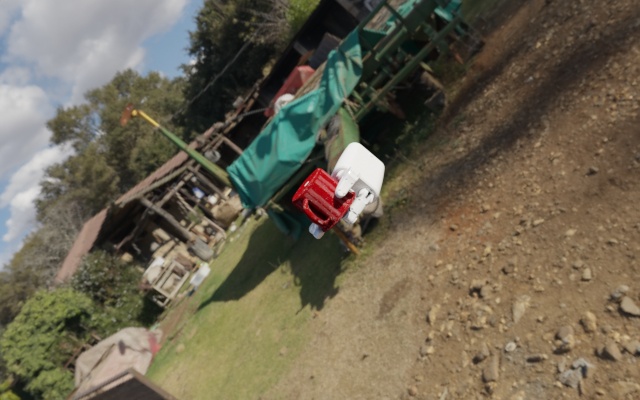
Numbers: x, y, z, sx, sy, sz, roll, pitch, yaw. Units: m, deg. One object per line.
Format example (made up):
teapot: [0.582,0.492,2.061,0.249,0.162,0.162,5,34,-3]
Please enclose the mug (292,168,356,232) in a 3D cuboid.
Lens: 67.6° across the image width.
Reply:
mug: [0.000,0.003,0.851,0.093,0.081,0.117,-45,11,35]
